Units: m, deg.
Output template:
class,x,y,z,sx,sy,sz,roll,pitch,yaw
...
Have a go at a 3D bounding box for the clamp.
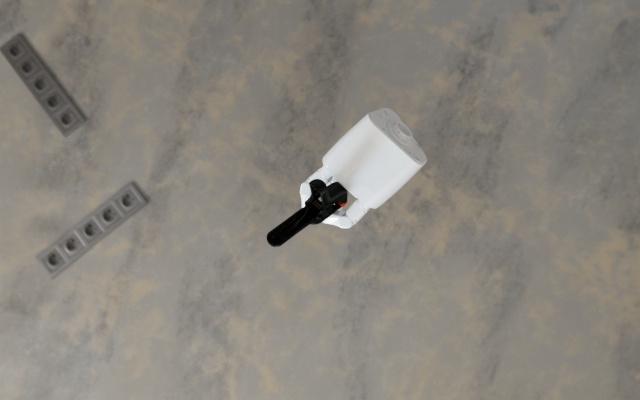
class,x,y,z,sx,sy,sz,roll,pitch,yaw
clamp,0.001,0.003,0.698,0.120,0.039,0.171,-46,-9,33
